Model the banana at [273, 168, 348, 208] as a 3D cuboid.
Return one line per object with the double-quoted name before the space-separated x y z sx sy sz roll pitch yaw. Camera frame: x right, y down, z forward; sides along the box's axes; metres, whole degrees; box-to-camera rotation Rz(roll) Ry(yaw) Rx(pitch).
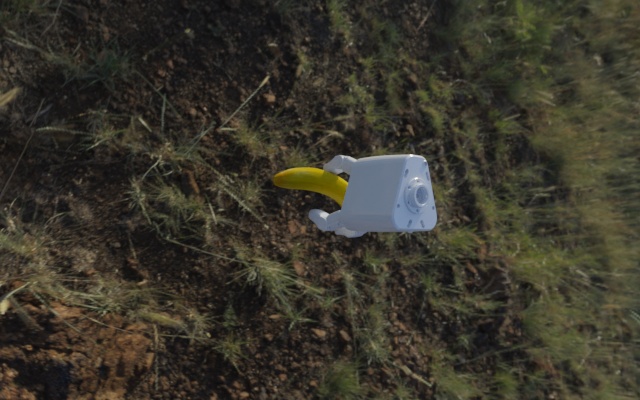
"banana" 0.011 -0.012 0.790 0.198 0.069 0.037 34 -11 -34
